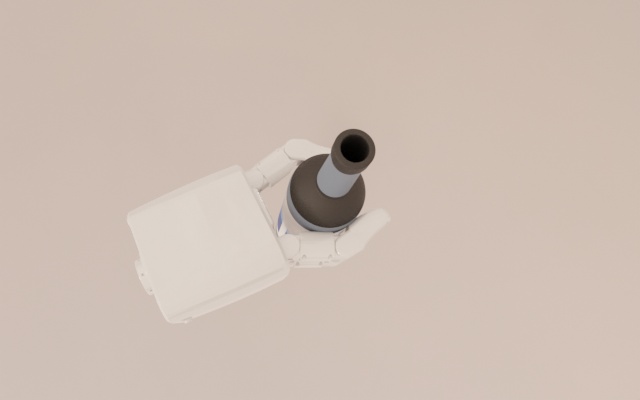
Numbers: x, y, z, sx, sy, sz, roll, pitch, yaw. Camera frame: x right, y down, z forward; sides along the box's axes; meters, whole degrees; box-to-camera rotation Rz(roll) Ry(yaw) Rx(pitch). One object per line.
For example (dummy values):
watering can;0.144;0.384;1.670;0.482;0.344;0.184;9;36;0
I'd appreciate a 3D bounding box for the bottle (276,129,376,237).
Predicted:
bottle;0.000;0.001;0.443;0.069;0.069;0.296;0;-14;-9
